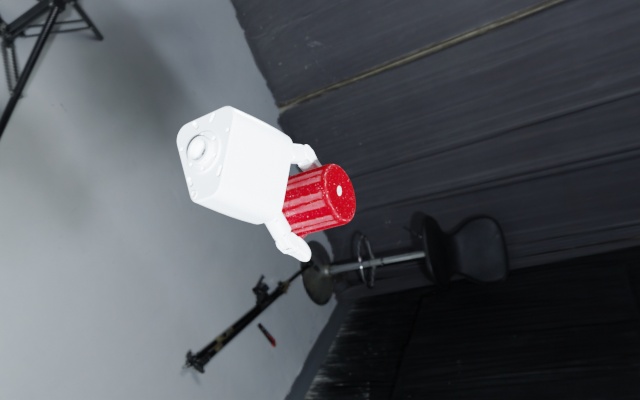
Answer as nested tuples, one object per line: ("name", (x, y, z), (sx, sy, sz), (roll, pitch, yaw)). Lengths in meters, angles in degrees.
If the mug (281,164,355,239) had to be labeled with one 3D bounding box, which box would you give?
("mug", (0.001, 0.002, 0.649), (0.081, 0.093, 0.117), (-16, -21, 30))
